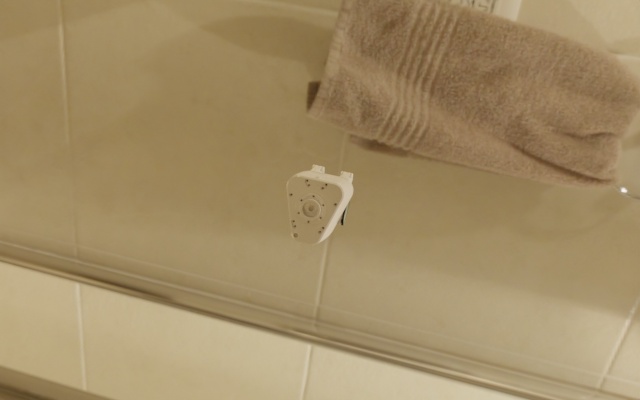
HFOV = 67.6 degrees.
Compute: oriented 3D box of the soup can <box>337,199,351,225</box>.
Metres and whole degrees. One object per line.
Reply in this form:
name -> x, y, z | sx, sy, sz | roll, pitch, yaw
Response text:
soup can -> 0.000, 0.003, 0.875 | 0.102, 0.068, 0.068 | 12, 2, 8
